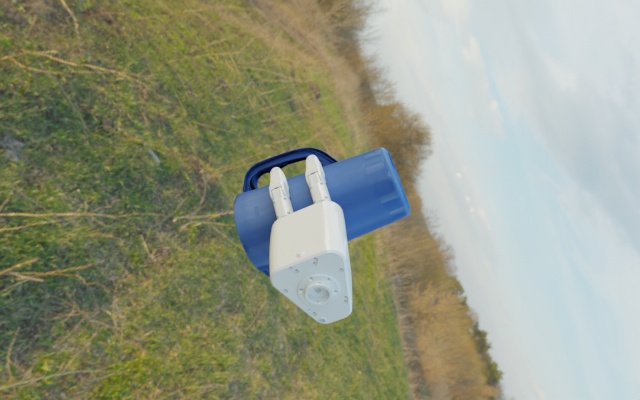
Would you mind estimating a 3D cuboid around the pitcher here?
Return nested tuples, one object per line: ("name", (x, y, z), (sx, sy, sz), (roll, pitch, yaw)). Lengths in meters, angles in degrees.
("pitcher", (0.000, 0.002, 0.717), (0.243, 0.149, 0.145), (-21, 27, 10))
